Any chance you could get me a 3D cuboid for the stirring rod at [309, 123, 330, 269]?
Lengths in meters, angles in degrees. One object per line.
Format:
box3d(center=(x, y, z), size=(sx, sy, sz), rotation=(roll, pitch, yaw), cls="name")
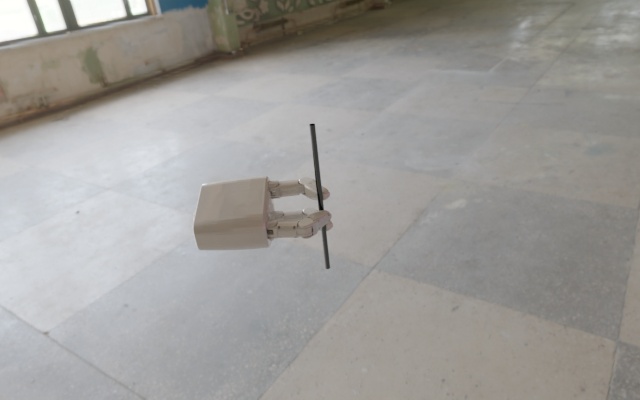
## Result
box3d(center=(0.000, 0.002, 0.702), size=(0.011, 0.240, 0.011), rotation=(-5, 29, 3), cls="stirring rod")
